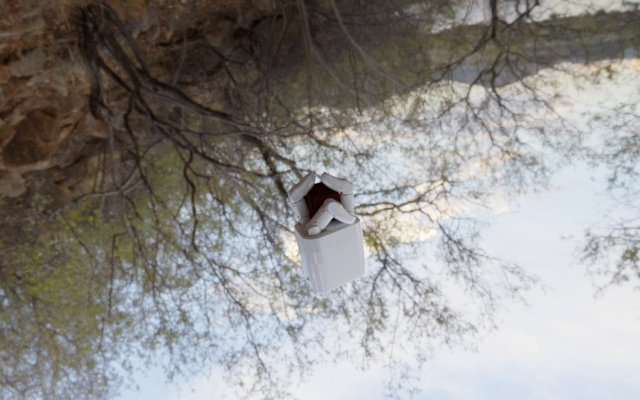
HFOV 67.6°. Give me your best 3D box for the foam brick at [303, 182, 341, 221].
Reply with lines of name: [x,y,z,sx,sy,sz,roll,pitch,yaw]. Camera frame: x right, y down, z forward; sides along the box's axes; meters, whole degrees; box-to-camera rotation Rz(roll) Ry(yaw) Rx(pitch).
foam brick: [0.000,0.003,0.842,0.053,0.051,0.078,-14,18,-12]
